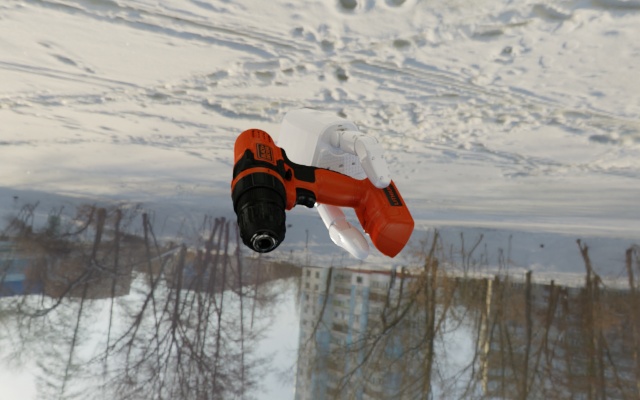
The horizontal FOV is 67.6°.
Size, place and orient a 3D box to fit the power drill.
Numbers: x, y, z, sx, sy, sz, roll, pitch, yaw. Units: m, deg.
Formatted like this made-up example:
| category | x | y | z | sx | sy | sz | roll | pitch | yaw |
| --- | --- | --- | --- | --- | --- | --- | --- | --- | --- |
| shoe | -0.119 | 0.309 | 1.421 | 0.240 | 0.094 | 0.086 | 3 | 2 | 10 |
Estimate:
| category | x | y | z | sx | sy | sz | roll | pitch | yaw |
| --- | --- | --- | --- | --- | --- | --- | --- | --- | --- |
| power drill | 0.000 | 0.002 | 0.489 | 0.188 | 0.057 | 0.184 | 17 | 31 | -22 |
